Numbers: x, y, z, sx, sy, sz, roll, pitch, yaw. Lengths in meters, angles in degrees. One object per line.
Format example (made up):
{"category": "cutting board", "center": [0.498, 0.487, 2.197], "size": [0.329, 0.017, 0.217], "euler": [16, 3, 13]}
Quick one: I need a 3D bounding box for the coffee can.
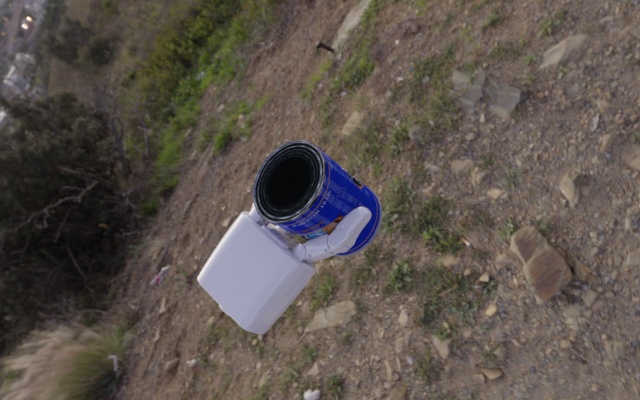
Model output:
{"category": "coffee can", "center": [0.000, 0.002, 0.592], "size": [0.103, 0.102, 0.140], "euler": [0, -21, 36]}
